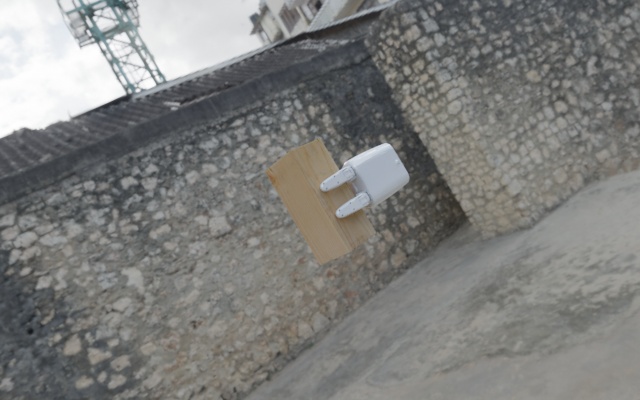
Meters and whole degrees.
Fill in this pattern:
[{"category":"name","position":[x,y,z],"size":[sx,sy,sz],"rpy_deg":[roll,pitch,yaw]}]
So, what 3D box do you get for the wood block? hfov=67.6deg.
[{"category":"wood block","position":[0.000,0.003,0.890],"size":[0.090,0.206,0.091],"rpy_deg":[-30,-2,-43]}]
